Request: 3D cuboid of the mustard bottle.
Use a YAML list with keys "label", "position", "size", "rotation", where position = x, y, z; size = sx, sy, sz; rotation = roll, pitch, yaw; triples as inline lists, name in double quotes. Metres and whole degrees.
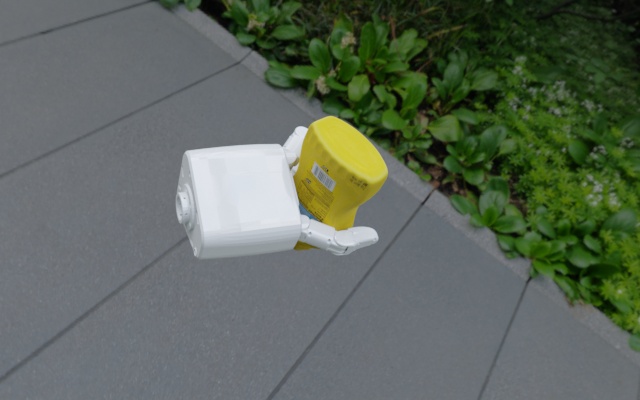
- label: "mustard bottle"
  position: [0.000, 0.002, 0.555]
  size: [0.058, 0.096, 0.192]
  rotation: [-32, -20, -39]
